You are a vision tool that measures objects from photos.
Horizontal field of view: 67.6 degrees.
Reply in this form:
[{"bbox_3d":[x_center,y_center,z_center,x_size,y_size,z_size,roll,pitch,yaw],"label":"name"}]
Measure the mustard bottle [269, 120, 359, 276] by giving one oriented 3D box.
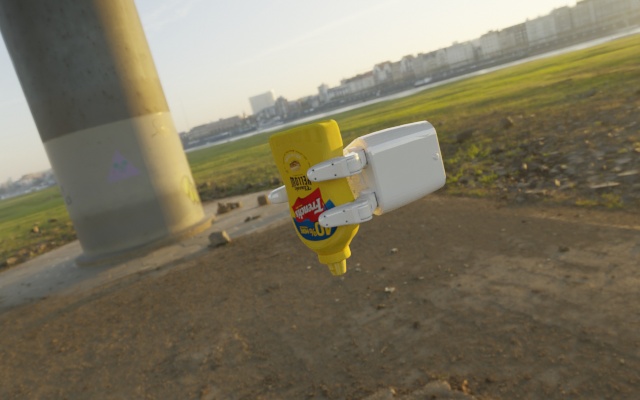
[{"bbox_3d":[0.000,0.002,0.594,0.096,0.192,0.058,-6,14,42],"label":"mustard bottle"}]
